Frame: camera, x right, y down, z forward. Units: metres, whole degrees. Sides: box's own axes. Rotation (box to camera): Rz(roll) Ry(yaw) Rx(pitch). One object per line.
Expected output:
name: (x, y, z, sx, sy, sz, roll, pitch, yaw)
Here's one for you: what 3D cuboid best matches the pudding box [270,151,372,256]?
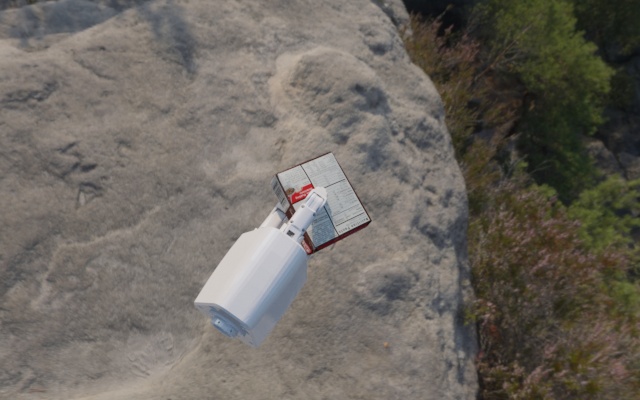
pudding box: (0.000, 0.002, 0.621, 0.090, 0.113, 0.039, -24, -11, -23)
